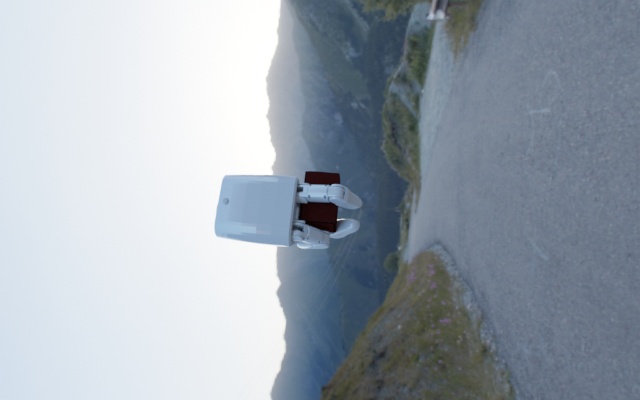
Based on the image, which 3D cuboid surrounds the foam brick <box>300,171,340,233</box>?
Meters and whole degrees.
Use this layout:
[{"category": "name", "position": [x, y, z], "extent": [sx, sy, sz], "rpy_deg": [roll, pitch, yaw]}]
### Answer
[{"category": "foam brick", "position": [0.000, 0.002, 0.693], "extent": [0.051, 0.078, 0.053], "rpy_deg": [5, -19, 4]}]
